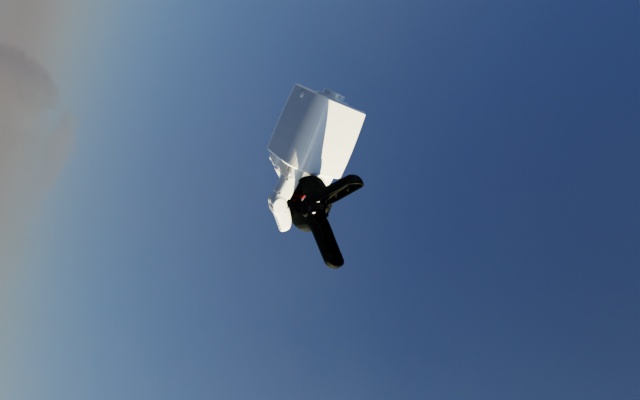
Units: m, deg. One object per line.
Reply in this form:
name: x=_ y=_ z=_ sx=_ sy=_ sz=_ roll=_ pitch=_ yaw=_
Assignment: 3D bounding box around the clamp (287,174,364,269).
clamp: x=0.000 y=0.002 z=0.647 sx=0.039 sy=0.120 sz=0.171 roll=14 pitch=15 yaw=-35
